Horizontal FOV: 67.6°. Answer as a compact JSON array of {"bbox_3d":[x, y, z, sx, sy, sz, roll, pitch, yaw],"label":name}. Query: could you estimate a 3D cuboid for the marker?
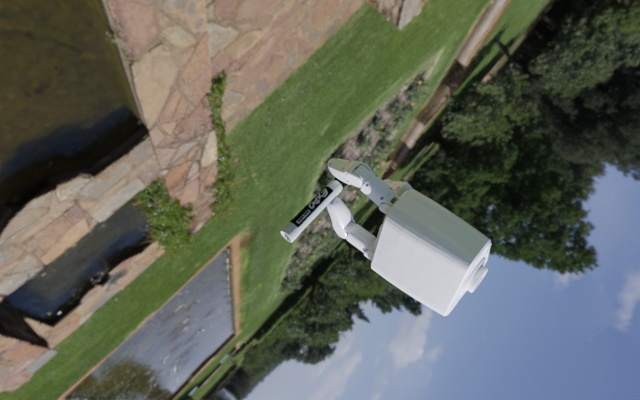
[{"bbox_3d":[0.000,0.002,0.568,0.121,0.020,0.020,-45,21,-22],"label":"marker"}]
